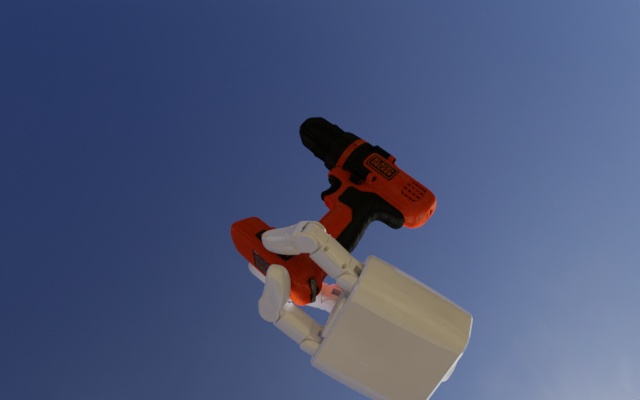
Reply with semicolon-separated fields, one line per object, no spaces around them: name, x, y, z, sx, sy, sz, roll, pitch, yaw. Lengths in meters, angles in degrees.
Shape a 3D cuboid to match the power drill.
power drill;0.000;0.002;0.502;0.184;0.187;0.057;38;-27;24
